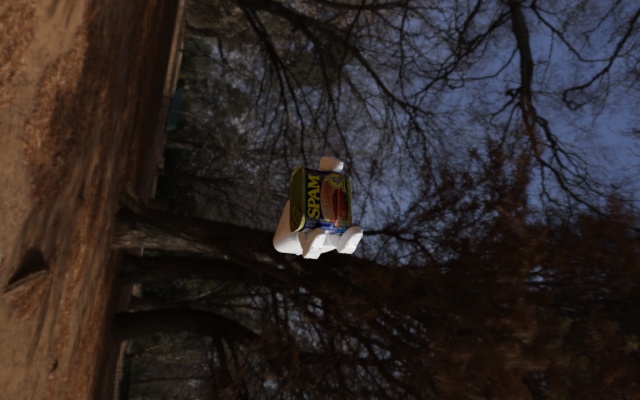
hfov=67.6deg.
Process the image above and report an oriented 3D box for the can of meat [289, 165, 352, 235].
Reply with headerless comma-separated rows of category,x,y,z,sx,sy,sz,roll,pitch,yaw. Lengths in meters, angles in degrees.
can of meat,0.000,0.002,0.745,0.084,0.102,0.057,7,-20,-22
